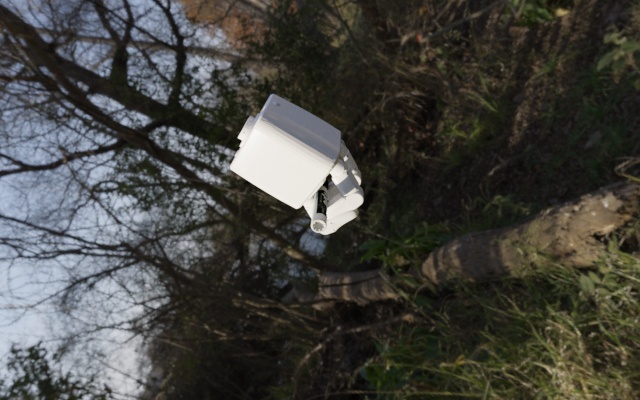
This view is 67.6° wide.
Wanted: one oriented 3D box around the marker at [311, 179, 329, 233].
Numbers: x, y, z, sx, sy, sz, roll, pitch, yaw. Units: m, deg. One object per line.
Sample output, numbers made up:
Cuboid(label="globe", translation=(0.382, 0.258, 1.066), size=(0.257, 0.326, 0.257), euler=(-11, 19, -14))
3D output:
Cuboid(label="marker", translation=(0.000, 0.002, 0.617), size=(0.020, 0.020, 0.121), euler=(0, 28, 2))
